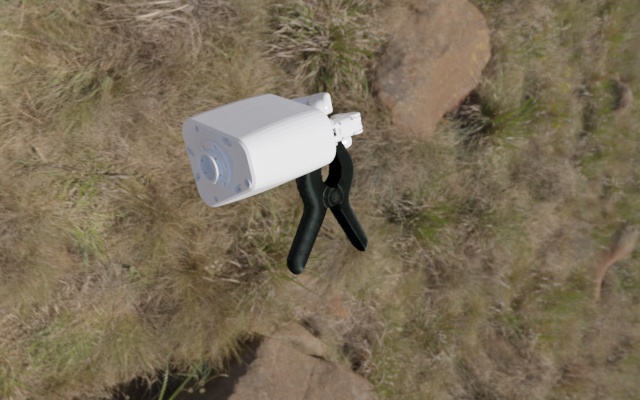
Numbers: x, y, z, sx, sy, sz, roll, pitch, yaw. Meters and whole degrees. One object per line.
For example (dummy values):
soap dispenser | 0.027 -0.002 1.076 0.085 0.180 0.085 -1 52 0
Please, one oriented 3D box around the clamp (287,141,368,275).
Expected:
clamp | 0.001 0.002 0.557 0.039 0.171 0.120 6 24 45
